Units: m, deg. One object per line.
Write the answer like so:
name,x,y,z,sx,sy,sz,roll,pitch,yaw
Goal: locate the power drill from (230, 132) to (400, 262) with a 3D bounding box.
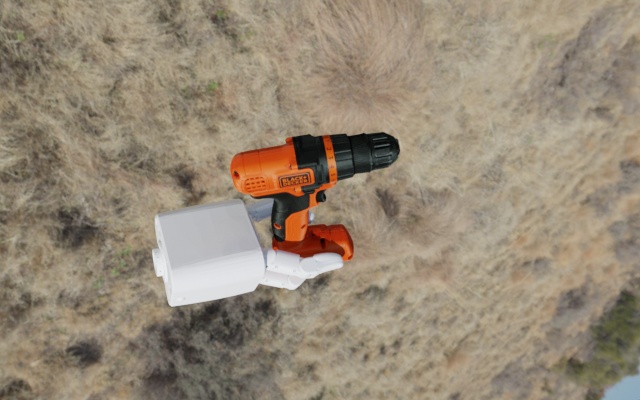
power drill,0.000,0.002,0.567,0.184,0.057,0.188,-8,-44,-2
